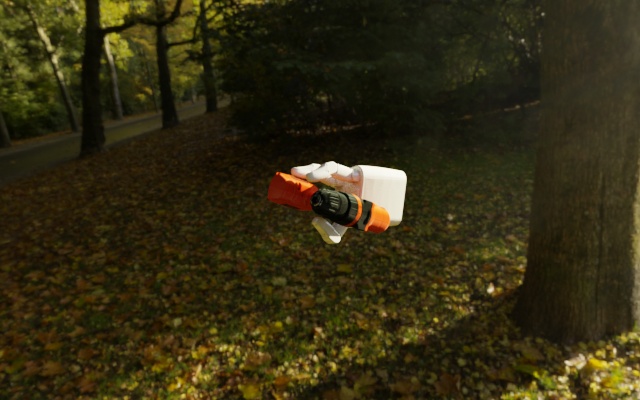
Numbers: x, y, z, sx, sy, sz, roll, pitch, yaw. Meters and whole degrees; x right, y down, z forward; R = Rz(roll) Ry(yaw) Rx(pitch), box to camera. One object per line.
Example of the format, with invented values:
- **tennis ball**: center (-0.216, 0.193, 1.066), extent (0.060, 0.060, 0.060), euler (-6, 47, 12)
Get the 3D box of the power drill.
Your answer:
- **power drill**: center (0.000, 0.003, 0.796), extent (0.187, 0.057, 0.184), euler (20, -1, 41)
